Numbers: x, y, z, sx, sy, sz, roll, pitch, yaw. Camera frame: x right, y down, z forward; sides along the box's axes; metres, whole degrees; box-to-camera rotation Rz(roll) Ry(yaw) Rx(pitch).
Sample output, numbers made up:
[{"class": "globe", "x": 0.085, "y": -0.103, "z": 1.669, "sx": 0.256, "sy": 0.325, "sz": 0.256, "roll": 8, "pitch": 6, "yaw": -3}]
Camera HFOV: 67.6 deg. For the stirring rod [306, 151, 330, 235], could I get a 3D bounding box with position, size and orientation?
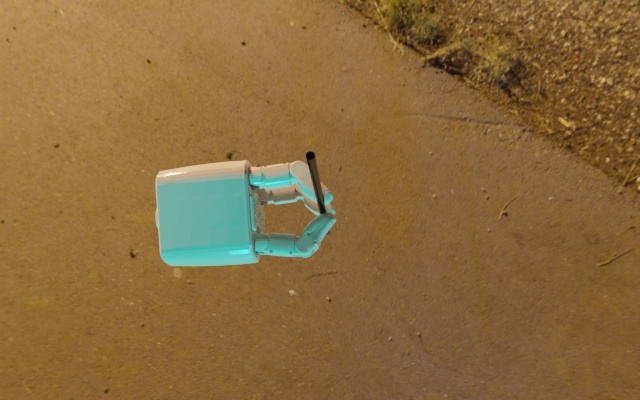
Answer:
[{"class": "stirring rod", "x": 0.000, "y": 0.002, "z": 0.517, "sx": 0.011, "sy": 0.011, "sz": 0.240, "roll": 0, "pitch": -19, "yaw": 4}]
